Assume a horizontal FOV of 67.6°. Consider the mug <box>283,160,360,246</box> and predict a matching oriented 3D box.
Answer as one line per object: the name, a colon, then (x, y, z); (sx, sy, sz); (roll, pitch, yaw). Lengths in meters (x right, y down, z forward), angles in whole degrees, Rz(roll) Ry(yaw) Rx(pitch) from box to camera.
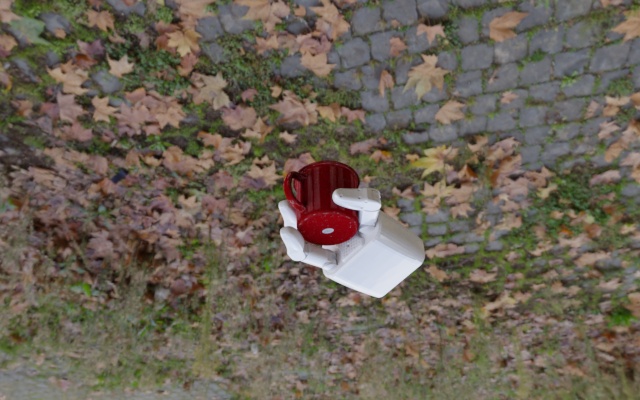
mug: (-0.001, 0.002, 0.633); (0.117, 0.081, 0.093); (30, -47, -33)
